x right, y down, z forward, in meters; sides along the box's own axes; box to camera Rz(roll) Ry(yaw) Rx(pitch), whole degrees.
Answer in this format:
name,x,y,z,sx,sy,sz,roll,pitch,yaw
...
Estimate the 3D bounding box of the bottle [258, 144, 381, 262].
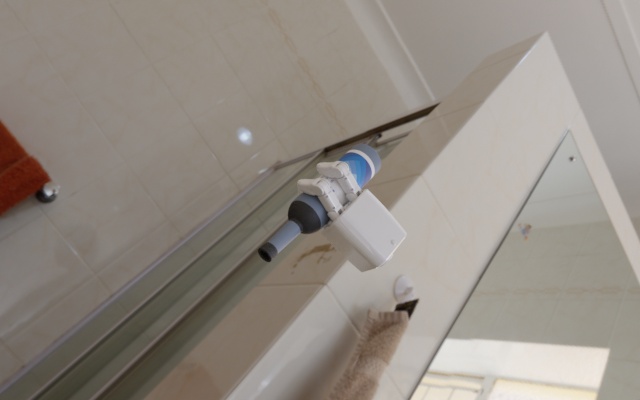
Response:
name,x,y,z,sx,sy,sz,roll,pitch,yaw
bottle,0.000,0.002,0.819,0.069,0.069,0.295,0,34,45
